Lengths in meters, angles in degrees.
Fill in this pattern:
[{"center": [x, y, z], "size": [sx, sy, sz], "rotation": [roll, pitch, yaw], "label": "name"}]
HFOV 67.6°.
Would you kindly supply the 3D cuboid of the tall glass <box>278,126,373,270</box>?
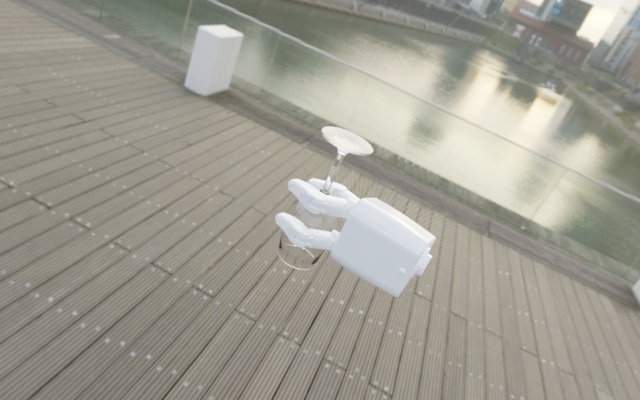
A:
[{"center": [0.000, 0.002, 0.674], "size": [0.079, 0.201, 0.079], "rotation": [19, 27, -10], "label": "tall glass"}]
